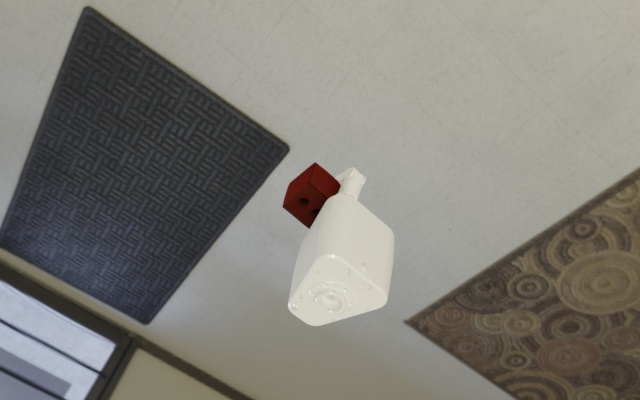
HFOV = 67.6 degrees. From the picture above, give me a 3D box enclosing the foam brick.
[{"bbox_3d":[0.000,0.002,0.600,0.053,0.078,0.051,-40,20,32],"label":"foam brick"}]
